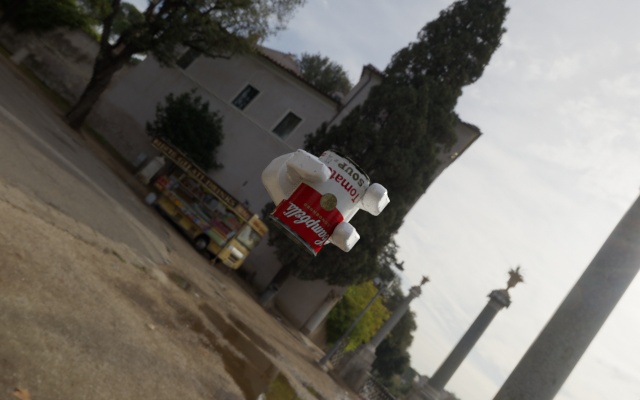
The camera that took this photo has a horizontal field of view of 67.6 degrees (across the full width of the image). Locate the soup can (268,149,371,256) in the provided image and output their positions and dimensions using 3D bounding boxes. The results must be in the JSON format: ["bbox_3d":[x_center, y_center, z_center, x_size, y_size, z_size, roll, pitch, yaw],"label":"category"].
[{"bbox_3d":[0.000,0.001,0.531,0.068,0.102,0.068,39,-10,8],"label":"soup can"}]
